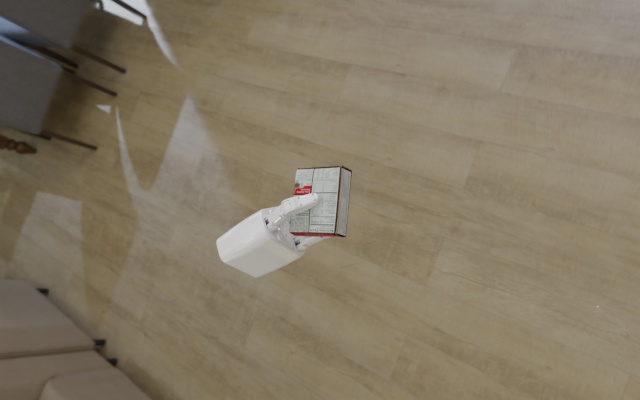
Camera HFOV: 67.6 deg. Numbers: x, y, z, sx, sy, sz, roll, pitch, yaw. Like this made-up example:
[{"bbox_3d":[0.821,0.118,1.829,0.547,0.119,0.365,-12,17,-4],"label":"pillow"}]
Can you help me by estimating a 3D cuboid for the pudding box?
[{"bbox_3d":[0.000,0.002,0.771,0.090,0.113,0.039,0,-10,32],"label":"pudding box"}]
